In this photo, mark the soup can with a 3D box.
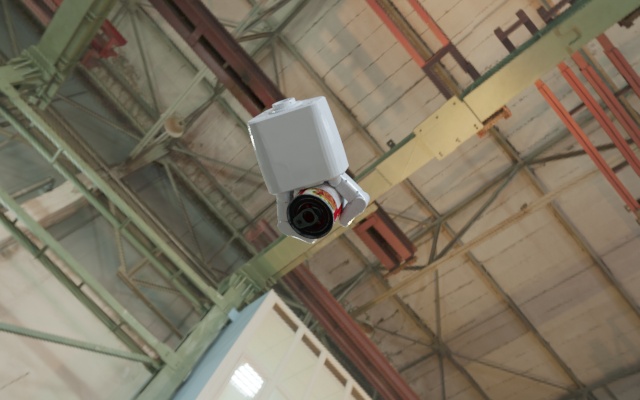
[{"bbox_3d":[0.000,0.003,0.689,0.068,0.068,0.102,0,24,19],"label":"soup can"}]
